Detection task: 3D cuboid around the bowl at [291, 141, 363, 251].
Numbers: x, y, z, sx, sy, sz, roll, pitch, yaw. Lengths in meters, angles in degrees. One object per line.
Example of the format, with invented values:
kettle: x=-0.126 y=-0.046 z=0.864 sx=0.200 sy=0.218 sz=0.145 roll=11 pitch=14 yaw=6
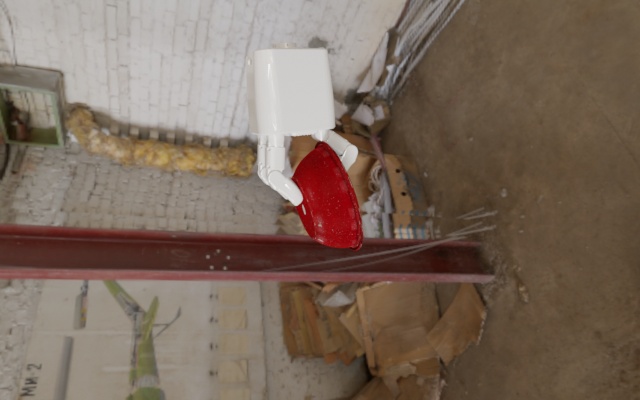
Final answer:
bowl: x=0.000 y=0.004 z=0.664 sx=0.055 sy=0.162 sz=0.162 roll=-20 pitch=5 yaw=-14
